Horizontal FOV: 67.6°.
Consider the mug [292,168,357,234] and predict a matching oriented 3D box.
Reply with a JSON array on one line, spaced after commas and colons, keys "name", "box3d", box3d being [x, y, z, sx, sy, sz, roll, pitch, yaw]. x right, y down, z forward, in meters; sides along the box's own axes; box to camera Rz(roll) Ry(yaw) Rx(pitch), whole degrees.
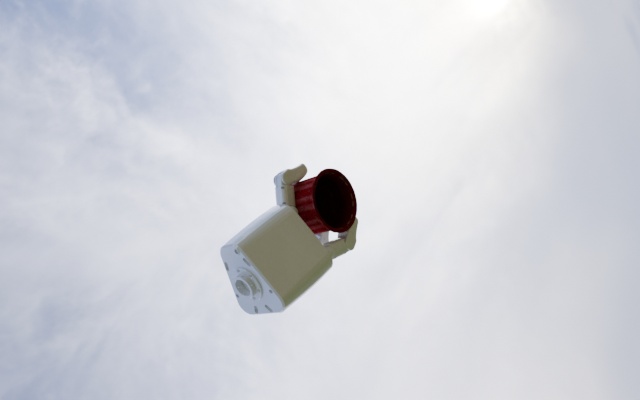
[{"name": "mug", "box3d": [0.001, 0.002, 0.707, 0.081, 0.093, 0.117, -15, 15, 43]}]
